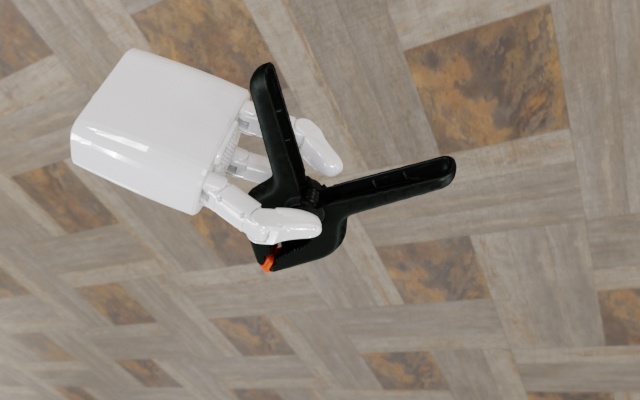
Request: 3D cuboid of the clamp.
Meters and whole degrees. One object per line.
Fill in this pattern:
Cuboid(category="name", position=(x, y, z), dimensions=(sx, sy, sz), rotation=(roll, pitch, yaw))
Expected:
Cuboid(category="clamp", position=(0.000, 0.002, 0.404), dimensions=(0.164, 0.036, 0.210), rotation=(21, -45, -5))
